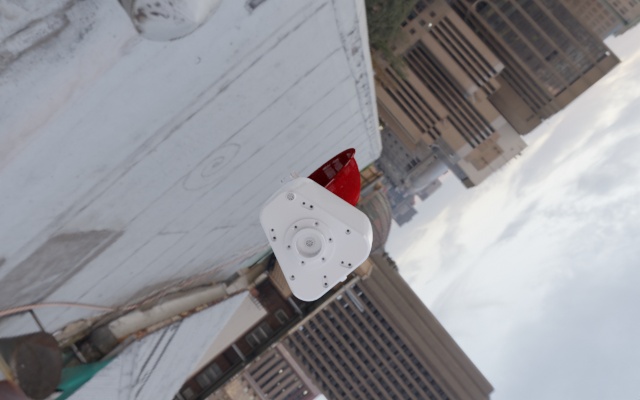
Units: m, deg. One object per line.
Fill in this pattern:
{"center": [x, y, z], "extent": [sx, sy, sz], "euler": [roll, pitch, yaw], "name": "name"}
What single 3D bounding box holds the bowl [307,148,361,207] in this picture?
{"center": [0.001, 0.002, 0.642], "extent": [0.162, 0.055, 0.162], "euler": [-40, 12, 10], "name": "bowl"}
